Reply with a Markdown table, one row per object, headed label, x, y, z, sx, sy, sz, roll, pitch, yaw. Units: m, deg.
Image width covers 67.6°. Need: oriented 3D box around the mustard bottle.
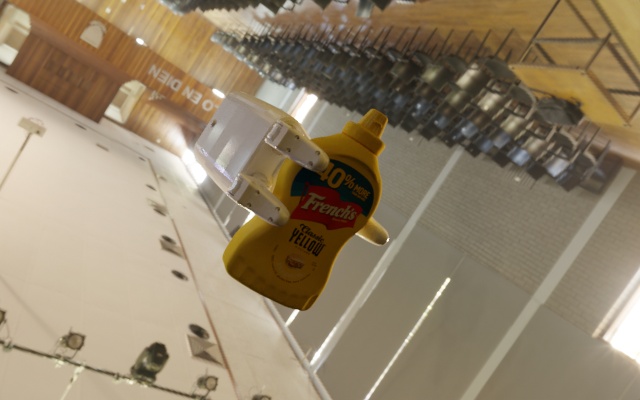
| label | x | y | z | sx | sy | sz | roll | pitch | yaw |
| --- | --- | --- | --- | --- | --- | --- | --- | --- | --- |
| mustard bottle | 0.000 | 0.002 | 0.434 | 0.096 | 0.191 | 0.058 | 32 | 4 | -23 |
